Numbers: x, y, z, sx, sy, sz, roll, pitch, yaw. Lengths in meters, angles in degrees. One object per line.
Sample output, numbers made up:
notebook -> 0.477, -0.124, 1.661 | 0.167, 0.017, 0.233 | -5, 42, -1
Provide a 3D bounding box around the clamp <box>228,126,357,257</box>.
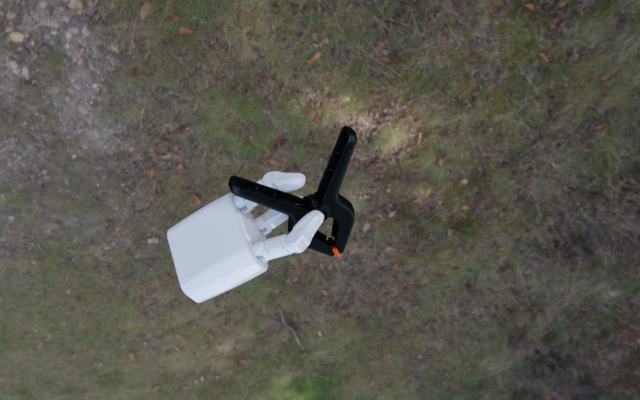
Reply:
clamp -> 0.000, 0.003, 0.632 | 0.164, 0.036, 0.210 | -28, -45, 7
